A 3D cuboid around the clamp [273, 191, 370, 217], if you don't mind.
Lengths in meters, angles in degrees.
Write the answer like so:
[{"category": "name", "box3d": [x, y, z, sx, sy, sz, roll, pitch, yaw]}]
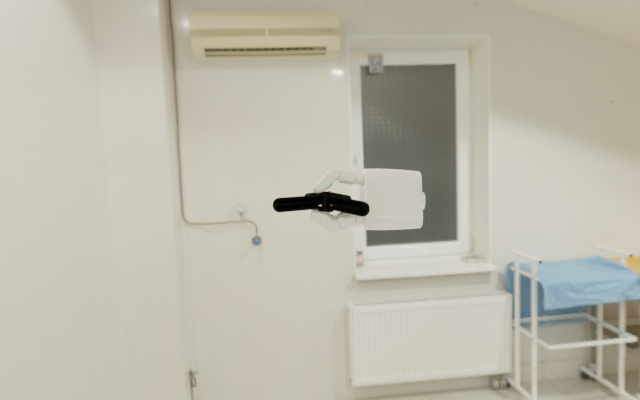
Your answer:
[{"category": "clamp", "box3d": [0.000, 0.002, 0.893, 0.164, 0.036, 0.210, 3, 6, -1]}]
